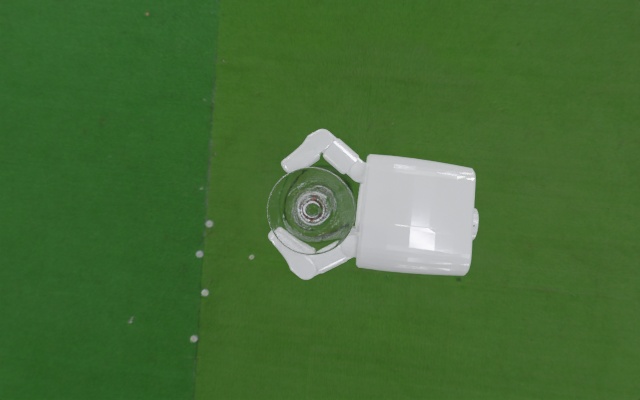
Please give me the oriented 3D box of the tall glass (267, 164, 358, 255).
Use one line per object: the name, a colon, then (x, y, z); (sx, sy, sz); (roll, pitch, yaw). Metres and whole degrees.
tall glass: (0.000, 0.002, 0.497); (0.079, 0.079, 0.201); (0, 4, 4)
